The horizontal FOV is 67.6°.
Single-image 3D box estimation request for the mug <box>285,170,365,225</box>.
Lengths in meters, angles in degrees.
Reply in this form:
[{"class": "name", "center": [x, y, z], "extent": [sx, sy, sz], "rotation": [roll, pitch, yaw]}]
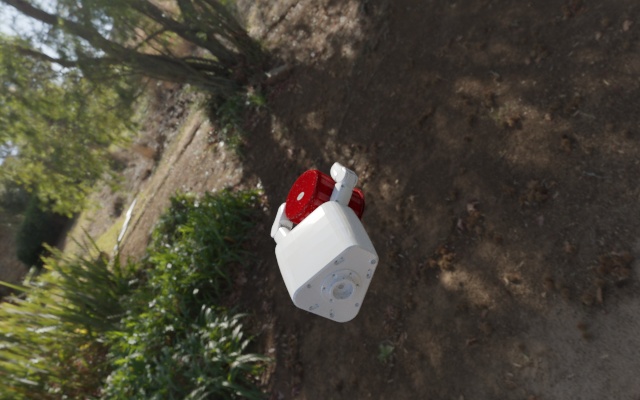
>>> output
[{"class": "mug", "center": [0.000, 0.002, 0.698], "extent": [0.081, 0.093, 0.117], "rotation": [28, 15, -27]}]
